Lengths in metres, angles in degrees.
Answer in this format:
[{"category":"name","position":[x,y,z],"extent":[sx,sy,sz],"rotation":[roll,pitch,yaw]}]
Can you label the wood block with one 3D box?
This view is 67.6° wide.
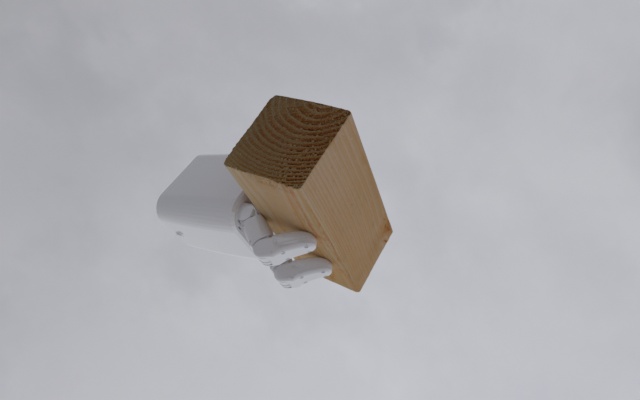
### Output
[{"category":"wood block","position":[0.000,0.001,0.497],"extent":[0.090,0.090,0.206],"rotation":[18,-25,30]}]
